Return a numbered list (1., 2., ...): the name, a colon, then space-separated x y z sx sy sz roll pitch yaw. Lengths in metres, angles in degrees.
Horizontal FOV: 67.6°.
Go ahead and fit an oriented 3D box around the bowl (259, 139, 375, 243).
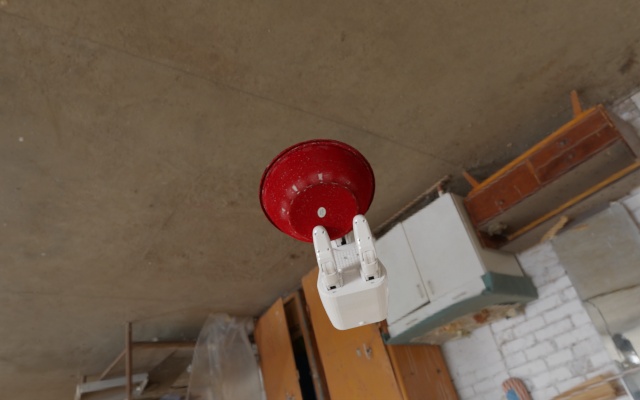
1. bowl: 0.000 0.001 0.634 0.162 0.162 0.055 0 32 -10
